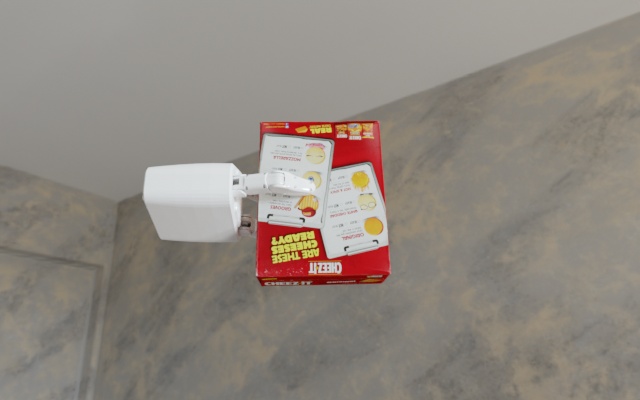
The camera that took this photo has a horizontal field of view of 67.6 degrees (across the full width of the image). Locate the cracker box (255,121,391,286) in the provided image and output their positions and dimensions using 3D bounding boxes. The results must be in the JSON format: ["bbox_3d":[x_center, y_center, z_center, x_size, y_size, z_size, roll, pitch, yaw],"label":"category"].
[{"bbox_3d":[0.000,0.002,0.633,0.164,0.213,0.072,-1,-21,-2],"label":"cracker box"}]
